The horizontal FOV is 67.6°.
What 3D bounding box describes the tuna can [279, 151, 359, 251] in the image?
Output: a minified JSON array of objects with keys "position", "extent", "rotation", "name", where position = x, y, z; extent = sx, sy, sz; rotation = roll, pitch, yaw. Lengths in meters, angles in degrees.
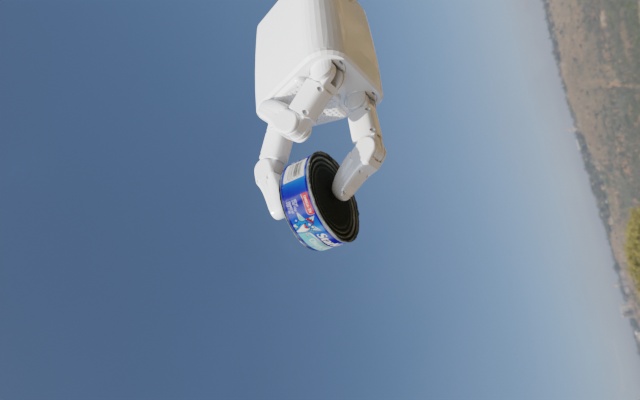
[{"position":[0.000,0.002,0.430],"extent":[0.034,0.086,0.086],"rotation":[-21,-10,26],"name":"tuna can"}]
